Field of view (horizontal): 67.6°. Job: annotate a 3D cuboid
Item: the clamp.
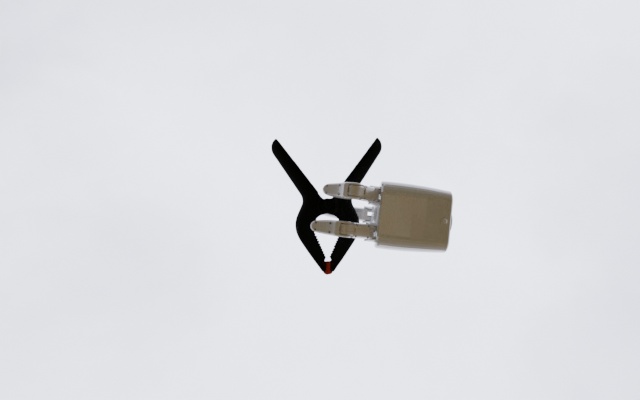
[{"bbox_3d":[0.000,0.003,0.713,0.164,0.210,0.036,6,-3,1],"label":"clamp"}]
